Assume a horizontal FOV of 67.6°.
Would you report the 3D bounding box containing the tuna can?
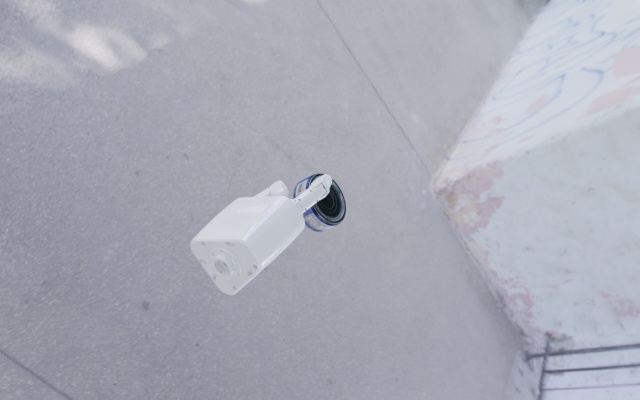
[{"bbox_3d":[0.001,0.002,0.728,0.034,0.086,0.086,-26,-17,37],"label":"tuna can"}]
